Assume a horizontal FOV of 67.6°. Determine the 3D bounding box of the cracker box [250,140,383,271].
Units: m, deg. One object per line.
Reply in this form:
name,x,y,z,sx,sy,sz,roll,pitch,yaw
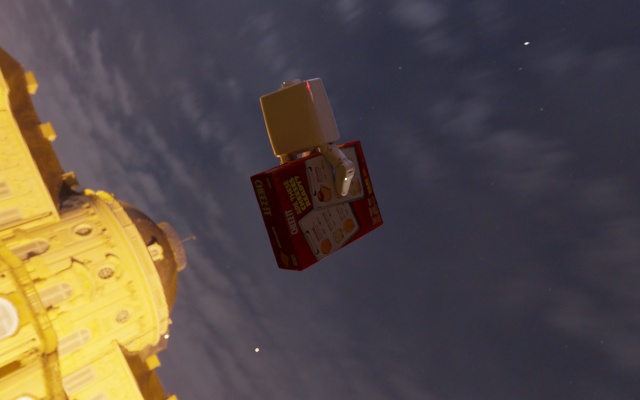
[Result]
cracker box,0.000,0.003,0.820,0.213,0.164,0.072,-24,12,-41
